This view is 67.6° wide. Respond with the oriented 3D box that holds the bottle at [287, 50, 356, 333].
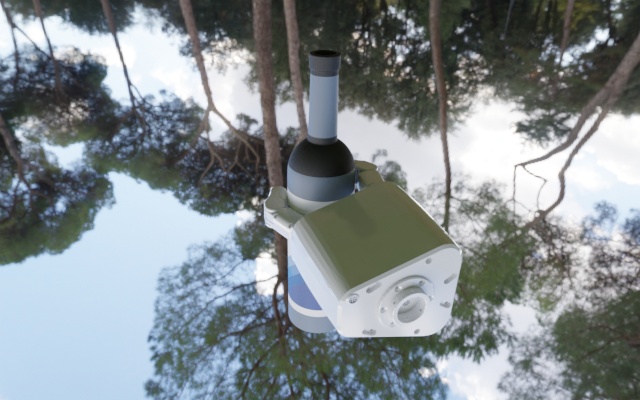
[{"bbox_3d":[0.000,0.002,0.483,0.069,0.296,0.069,1,29,-1],"label":"bottle"}]
